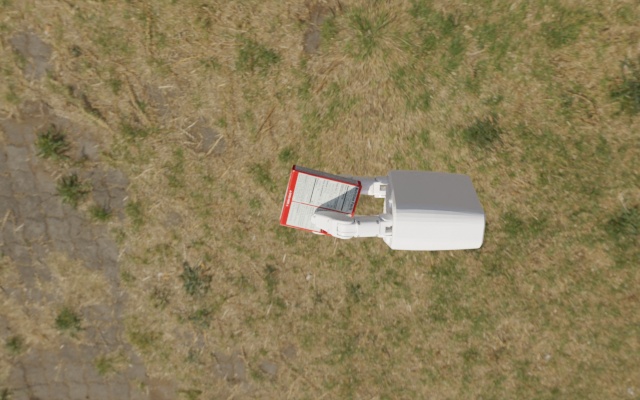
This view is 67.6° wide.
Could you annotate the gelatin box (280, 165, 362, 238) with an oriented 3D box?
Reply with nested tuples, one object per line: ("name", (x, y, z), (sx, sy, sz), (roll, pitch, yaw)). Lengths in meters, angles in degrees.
("gelatin box", (0.000, 0.002, 0.596), (0.089, 0.073, 0.030), (13, 18, -6))
